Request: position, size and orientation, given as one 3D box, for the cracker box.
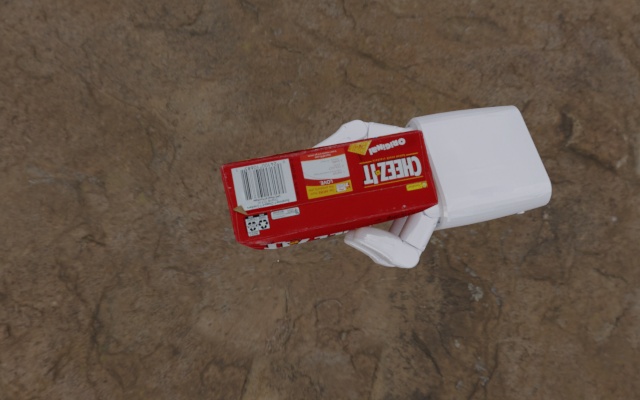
[{"bbox_3d":[0.000,0.001,0.471,0.164,0.072,0.214,-11,-6,-6],"label":"cracker box"}]
